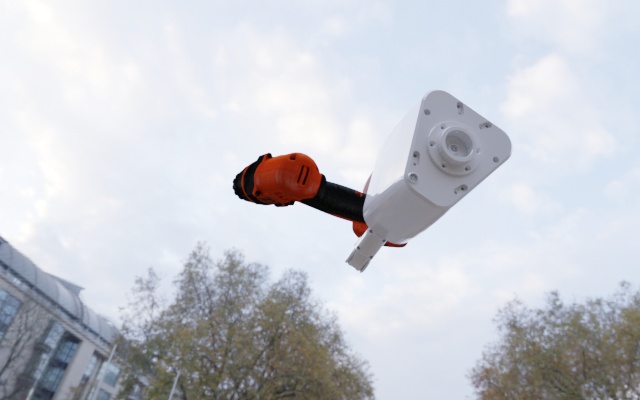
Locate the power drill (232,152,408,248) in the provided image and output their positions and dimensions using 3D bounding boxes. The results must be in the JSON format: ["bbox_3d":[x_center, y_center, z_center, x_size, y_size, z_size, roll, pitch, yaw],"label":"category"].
[{"bbox_3d":[0.001,0.002,0.553,0.188,0.057,0.184,19,-8,-24],"label":"power drill"}]
